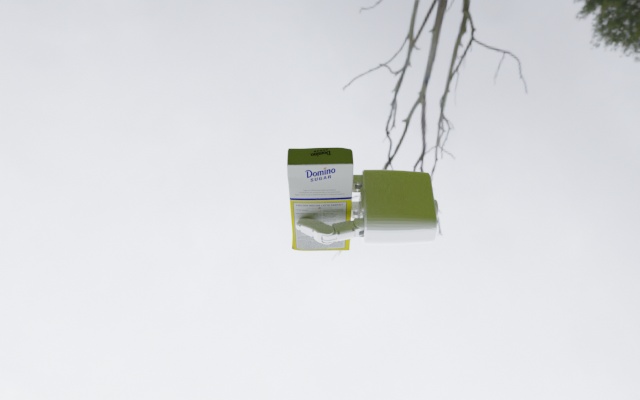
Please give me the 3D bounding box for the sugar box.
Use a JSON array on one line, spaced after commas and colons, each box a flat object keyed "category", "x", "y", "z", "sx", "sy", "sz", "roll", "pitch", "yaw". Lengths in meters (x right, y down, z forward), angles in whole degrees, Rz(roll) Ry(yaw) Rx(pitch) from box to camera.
[{"category": "sugar box", "x": 0.000, "y": 0.002, "z": 0.714, "sx": 0.093, "sy": 0.176, "sz": 0.048, "roll": 0, "pitch": 40, "yaw": -1}]
